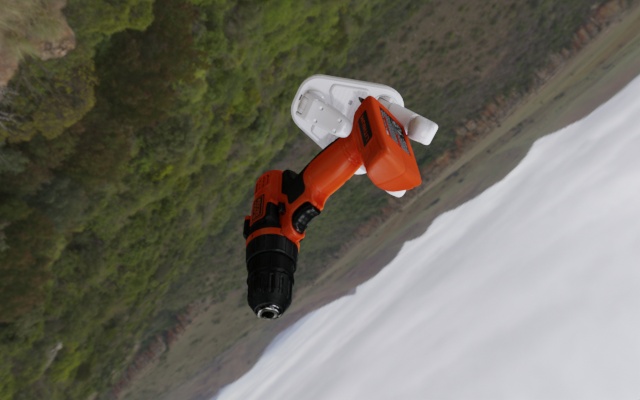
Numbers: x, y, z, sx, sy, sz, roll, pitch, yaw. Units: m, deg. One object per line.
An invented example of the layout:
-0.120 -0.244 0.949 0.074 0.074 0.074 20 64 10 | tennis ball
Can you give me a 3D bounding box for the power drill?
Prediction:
0.000 0.001 0.449 0.188 0.184 0.057 -35 -54 25 | power drill
